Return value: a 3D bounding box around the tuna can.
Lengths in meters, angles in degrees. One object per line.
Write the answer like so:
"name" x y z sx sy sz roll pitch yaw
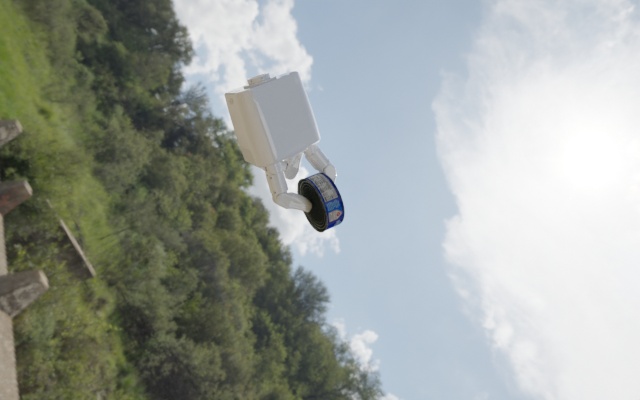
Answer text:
"tuna can" 0.001 0.002 0.715 0.033 0.086 0.086 -22 9 -22
